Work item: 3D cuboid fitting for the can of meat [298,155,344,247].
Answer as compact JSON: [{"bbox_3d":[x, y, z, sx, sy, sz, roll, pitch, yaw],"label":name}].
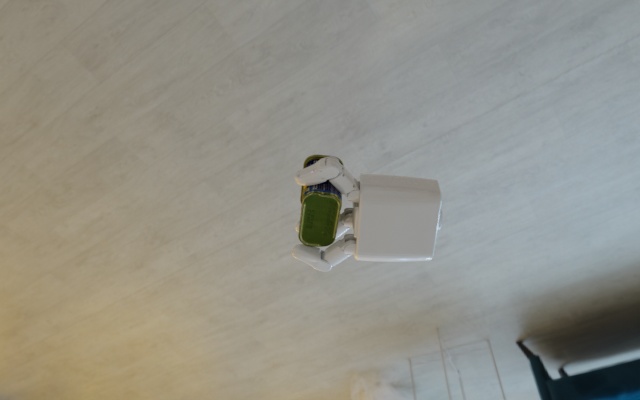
[{"bbox_3d":[0.000,0.002,0.663,0.057,0.102,0.083,6,40,-3],"label":"can of meat"}]
